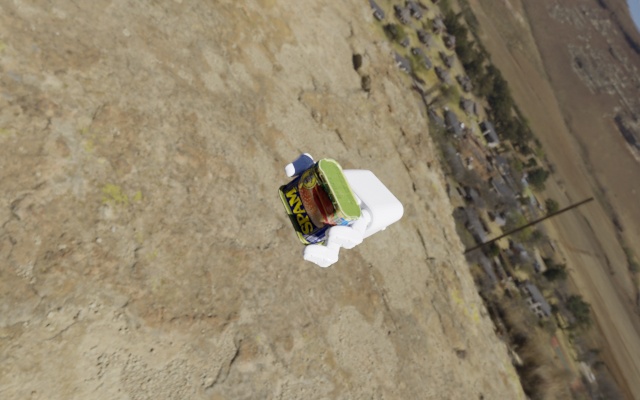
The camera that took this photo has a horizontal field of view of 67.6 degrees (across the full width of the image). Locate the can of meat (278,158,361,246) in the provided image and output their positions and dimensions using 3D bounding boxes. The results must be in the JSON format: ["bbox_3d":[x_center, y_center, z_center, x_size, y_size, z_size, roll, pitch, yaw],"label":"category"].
[{"bbox_3d":[0.000,0.002,0.678,0.084,0.102,0.057,-34,-16,33],"label":"can of meat"}]
